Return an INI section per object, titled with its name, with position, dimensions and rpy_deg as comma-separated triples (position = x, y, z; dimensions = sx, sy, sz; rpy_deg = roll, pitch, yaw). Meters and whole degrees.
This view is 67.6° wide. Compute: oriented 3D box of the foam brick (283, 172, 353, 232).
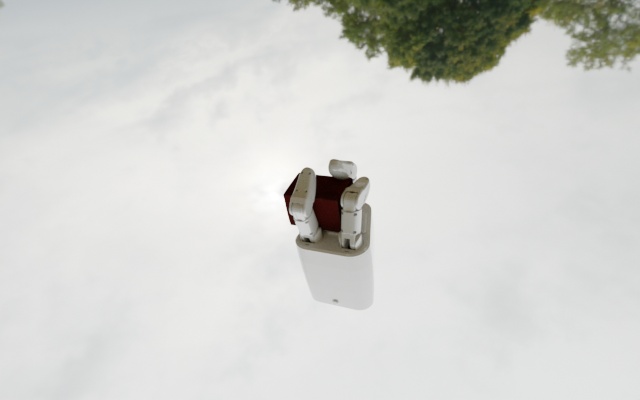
[foam brick]
position = 0.000, 0.002, 0.613
dimensions = 0.078, 0.051, 0.053
rpy_deg = 8, 40, 24
